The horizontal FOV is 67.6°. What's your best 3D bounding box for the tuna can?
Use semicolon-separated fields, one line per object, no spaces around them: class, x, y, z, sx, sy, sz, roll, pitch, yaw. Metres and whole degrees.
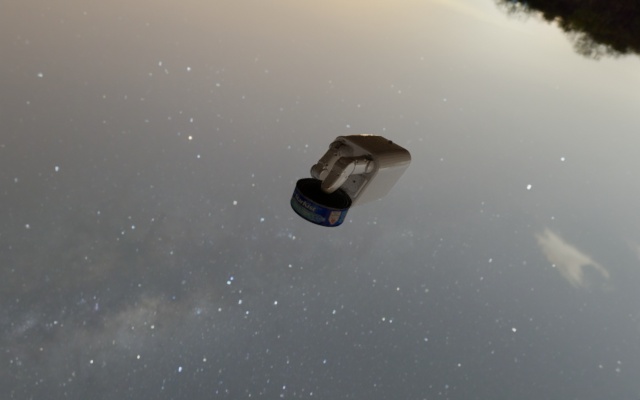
tuna can;0.000;0.003;0.695;0.086;0.034;0.086;18;24;-8
